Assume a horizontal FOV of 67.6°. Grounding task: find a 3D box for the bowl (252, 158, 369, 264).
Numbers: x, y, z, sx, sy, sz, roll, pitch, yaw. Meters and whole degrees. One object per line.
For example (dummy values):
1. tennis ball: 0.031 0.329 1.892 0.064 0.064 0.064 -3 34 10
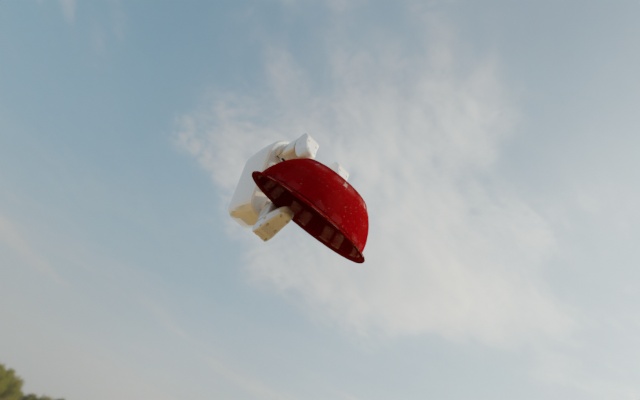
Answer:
1. bowl: 0.001 0.002 0.546 0.162 0.055 0.162 37 -11 9
